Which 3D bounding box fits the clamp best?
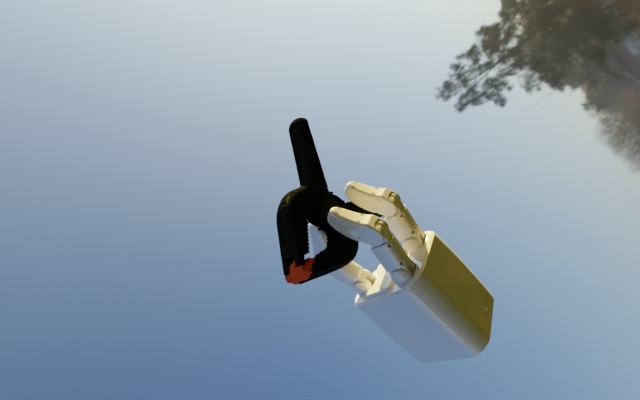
[{"bbox_3d":[0.000,0.003,0.507,0.036,0.164,0.210,-43,7,37],"label":"clamp"}]
